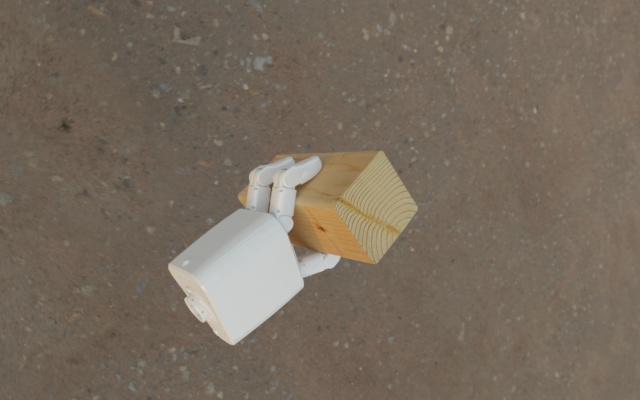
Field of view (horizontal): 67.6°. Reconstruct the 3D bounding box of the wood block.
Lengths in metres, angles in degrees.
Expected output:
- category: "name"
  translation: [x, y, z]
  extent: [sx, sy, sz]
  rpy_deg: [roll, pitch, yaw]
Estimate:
- category: "wood block"
  translation: [0.000, 0.002, 0.584]
  extent: [0.090, 0.091, 0.206]
  rpy_deg: [-49, 29, -24]
